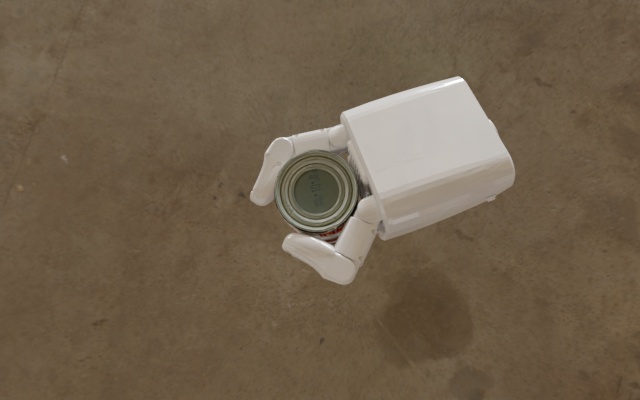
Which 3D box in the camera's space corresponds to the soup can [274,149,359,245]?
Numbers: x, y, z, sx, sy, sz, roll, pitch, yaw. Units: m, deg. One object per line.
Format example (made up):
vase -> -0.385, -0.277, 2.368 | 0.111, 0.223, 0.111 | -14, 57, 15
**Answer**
soup can -> 0.000, 0.001, 0.413 | 0.068, 0.068, 0.102 | 0, -10, 4
